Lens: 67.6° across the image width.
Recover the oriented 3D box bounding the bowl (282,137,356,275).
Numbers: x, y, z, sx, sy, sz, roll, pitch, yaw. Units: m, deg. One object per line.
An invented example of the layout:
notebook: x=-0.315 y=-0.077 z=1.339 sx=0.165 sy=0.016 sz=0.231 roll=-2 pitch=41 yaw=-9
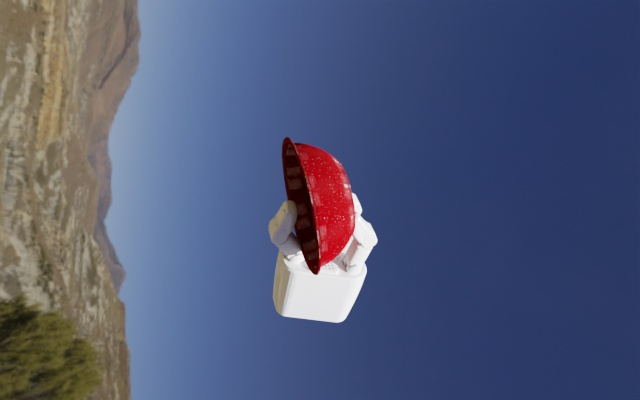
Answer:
bowl: x=0.001 y=0.001 z=0.553 sx=0.055 sy=0.162 sz=0.162 roll=-13 pitch=2 yaw=-11
